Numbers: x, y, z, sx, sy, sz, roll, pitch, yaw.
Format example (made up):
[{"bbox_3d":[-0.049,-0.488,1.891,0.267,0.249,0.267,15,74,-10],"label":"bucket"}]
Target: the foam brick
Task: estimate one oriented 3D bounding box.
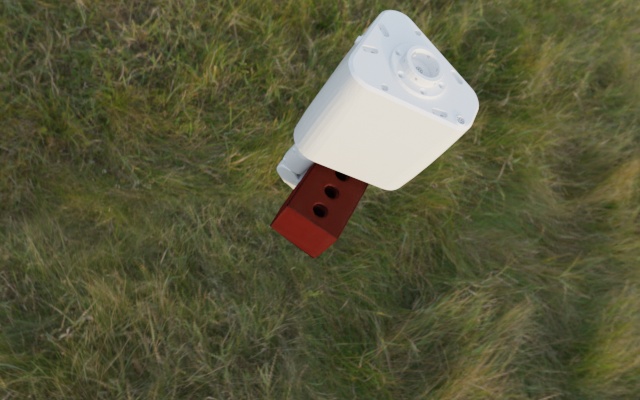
[{"bbox_3d":[0.000,0.002,0.433,0.053,0.078,0.051,35,-32,-7],"label":"foam brick"}]
